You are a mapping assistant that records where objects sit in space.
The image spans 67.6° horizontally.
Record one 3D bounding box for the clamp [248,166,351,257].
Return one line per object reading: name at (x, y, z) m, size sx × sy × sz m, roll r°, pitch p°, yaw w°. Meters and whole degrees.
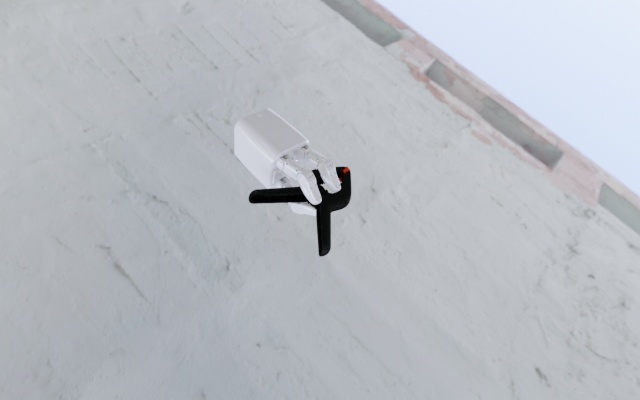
clamp at (0.000, 0.003, 0.842) m, size 0.164 × 0.036 × 0.210 m, roll 42°, pitch 46°, yaw 16°
